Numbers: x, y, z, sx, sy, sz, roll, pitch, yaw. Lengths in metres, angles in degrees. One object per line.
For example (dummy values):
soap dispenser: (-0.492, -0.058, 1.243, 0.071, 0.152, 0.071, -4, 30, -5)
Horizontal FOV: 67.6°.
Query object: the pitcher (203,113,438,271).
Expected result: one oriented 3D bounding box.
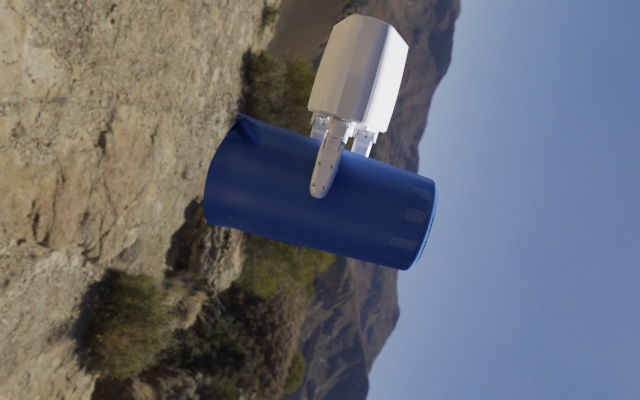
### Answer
pitcher: (0.000, 0.002, 0.553, 0.243, 0.145, 0.149, 17, 6, 4)
